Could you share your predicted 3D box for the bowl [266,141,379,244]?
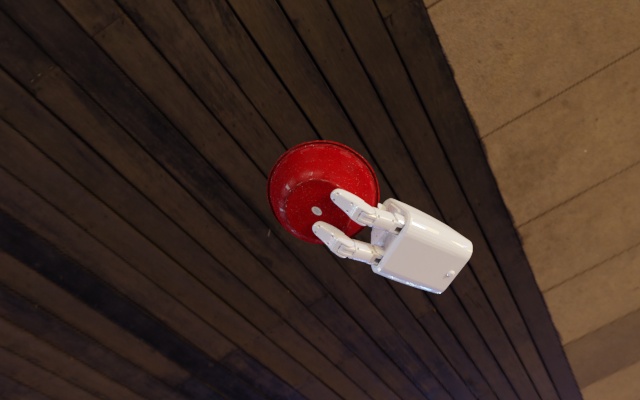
[{"bbox_3d":[-0.001,0.002,0.658,0.162,0.162,0.055,0,25,7],"label":"bowl"}]
